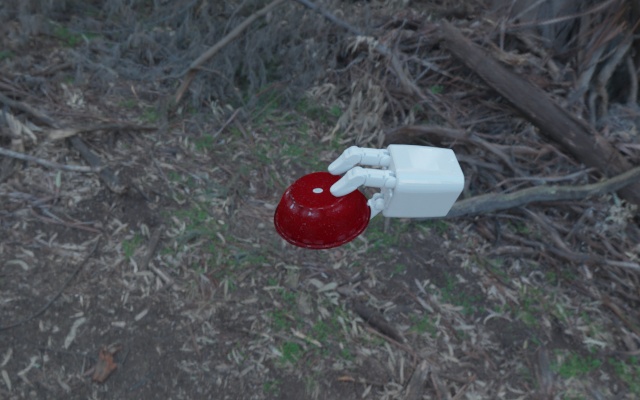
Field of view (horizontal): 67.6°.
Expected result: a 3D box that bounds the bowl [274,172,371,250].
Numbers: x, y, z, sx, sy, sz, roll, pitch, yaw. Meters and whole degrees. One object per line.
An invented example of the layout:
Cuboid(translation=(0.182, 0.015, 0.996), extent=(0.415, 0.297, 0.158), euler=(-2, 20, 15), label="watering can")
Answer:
Cuboid(translation=(-0.001, 0.003, 0.768), extent=(0.162, 0.055, 0.162), euler=(-5, 41, 4), label="bowl")
